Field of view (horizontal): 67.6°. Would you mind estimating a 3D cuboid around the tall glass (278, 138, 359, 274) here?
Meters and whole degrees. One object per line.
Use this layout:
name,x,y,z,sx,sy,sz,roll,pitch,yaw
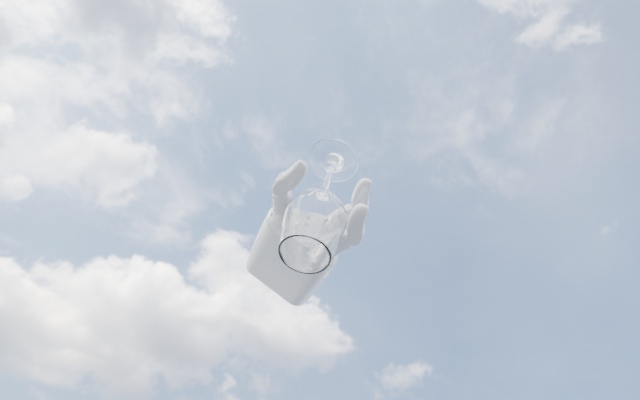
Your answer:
tall glass,0.000,0.001,0.618,0.079,0.079,0.201,0,37,13
